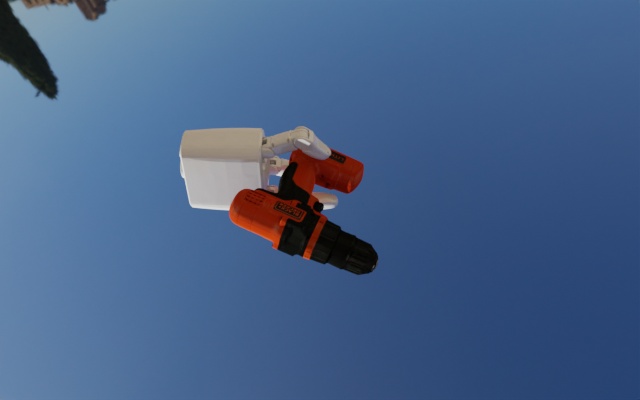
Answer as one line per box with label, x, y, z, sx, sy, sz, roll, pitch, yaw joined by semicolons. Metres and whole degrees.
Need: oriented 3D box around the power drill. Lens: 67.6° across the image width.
power drill;0.000;0.002;0.613;0.184;0.057;0.187;25;36;2
